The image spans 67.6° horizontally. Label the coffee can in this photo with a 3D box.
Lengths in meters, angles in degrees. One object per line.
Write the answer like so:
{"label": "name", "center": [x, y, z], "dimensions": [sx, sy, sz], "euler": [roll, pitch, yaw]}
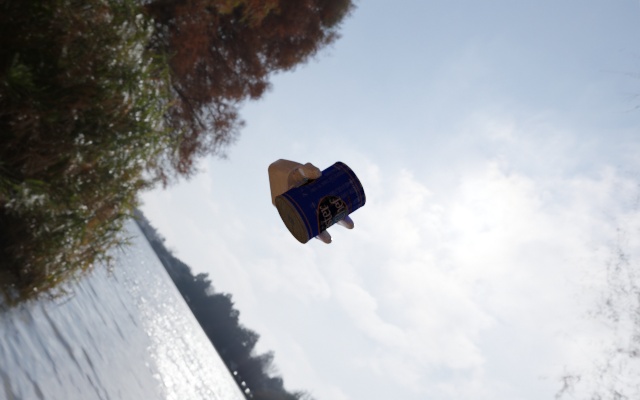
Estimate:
{"label": "coffee can", "center": [0.000, 0.003, 0.898], "dimensions": [0.140, 0.103, 0.103], "euler": [-31, 11, -20]}
